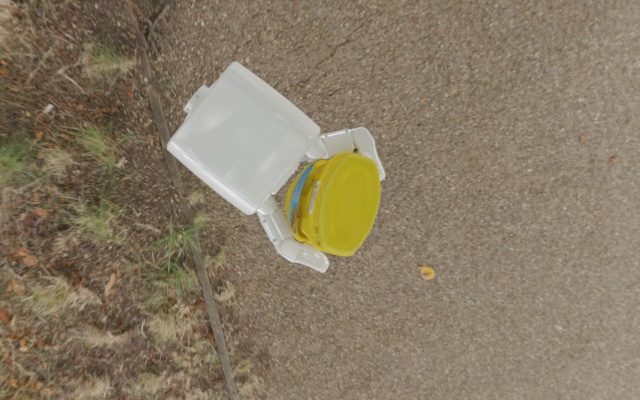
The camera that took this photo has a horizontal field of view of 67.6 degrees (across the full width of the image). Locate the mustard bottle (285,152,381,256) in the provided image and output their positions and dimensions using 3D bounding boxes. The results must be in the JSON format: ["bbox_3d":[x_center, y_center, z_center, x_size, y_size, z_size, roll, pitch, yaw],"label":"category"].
[{"bbox_3d":[0.000,0.002,0.525,0.058,0.096,0.191,14,-3,-17],"label":"mustard bottle"}]
